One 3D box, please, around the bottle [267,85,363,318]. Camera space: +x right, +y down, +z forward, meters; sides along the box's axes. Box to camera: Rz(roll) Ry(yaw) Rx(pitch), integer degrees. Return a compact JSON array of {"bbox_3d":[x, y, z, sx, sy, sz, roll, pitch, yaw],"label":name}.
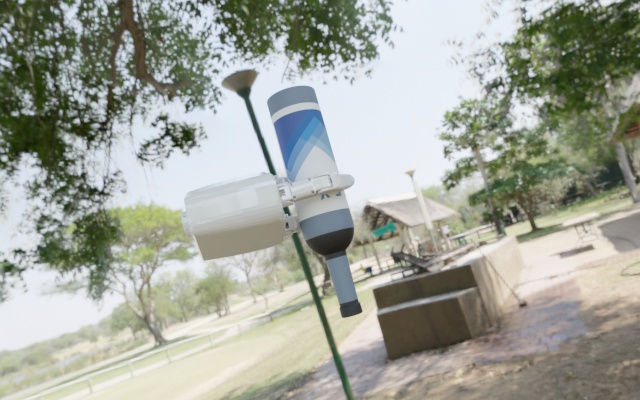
[{"bbox_3d":[0.000,0.002,0.613,0.069,0.295,0.069,-15,-8,-2],"label":"bottle"}]
